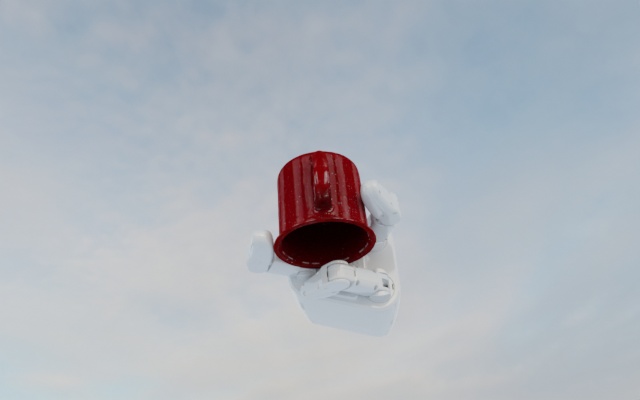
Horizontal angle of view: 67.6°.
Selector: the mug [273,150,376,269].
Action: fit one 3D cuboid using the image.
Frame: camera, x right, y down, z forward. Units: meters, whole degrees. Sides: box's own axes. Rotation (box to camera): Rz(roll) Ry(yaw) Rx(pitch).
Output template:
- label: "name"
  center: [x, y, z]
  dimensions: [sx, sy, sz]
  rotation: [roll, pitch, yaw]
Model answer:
- label: "mug"
  center: [0.000, 0.000, 0.441]
  dimensions: [0.093, 0.081, 0.117]
  rotation: [-6, -34, 0]
